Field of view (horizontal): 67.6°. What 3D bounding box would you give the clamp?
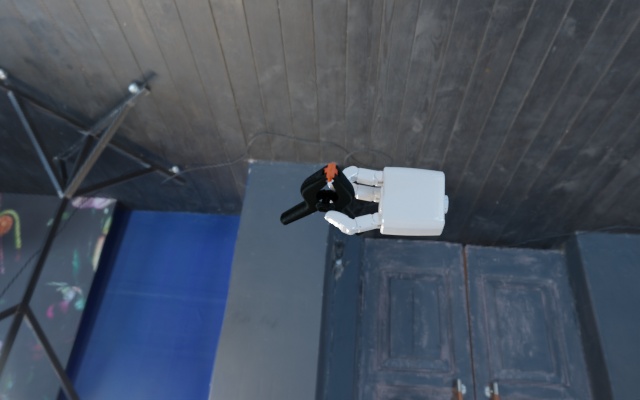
[{"bbox_3d":[0.000,0.003,0.854,0.164,0.036,0.210,4,-30,5],"label":"clamp"}]
